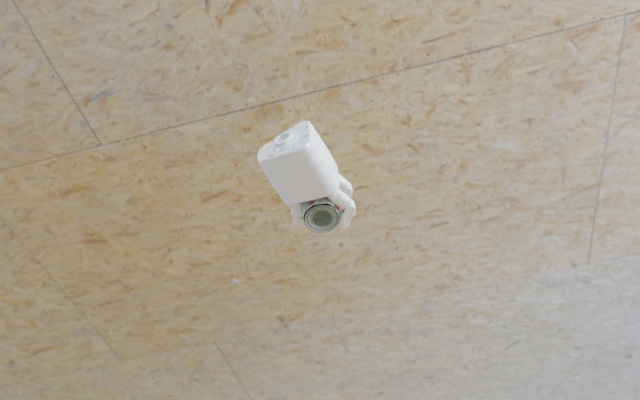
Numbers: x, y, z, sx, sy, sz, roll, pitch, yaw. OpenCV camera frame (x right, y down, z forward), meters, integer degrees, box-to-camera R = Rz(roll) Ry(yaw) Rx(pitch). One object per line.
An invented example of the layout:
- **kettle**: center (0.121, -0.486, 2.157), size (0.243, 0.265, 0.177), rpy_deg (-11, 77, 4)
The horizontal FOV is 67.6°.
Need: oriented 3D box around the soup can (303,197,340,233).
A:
- **soup can**: center (0.000, 0.003, 0.888), size (0.068, 0.069, 0.102), rpy_deg (0, 37, -5)
